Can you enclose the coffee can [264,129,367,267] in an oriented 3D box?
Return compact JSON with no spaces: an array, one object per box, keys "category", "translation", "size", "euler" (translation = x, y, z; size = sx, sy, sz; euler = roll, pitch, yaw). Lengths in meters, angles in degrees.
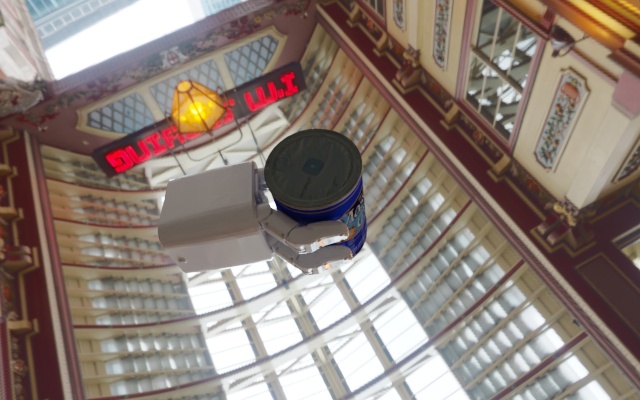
[{"category":"coffee can","translation":[0.000,0.002,0.550],"size":[0.103,0.102,0.140],"euler":[0,-33,8]}]
